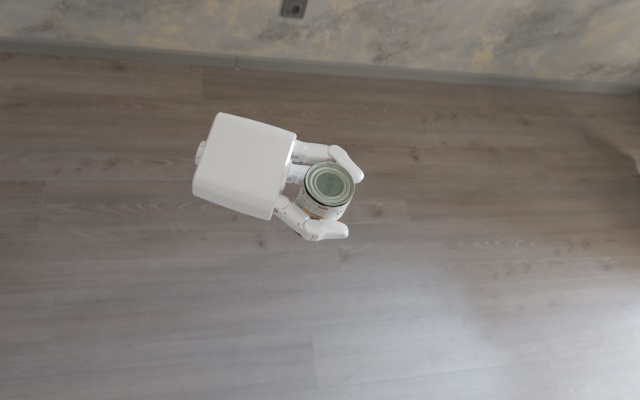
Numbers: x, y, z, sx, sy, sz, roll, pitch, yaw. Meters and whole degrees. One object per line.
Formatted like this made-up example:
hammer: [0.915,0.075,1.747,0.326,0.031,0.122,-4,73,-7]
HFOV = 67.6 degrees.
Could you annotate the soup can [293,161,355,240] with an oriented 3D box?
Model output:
soup can: [0.001,0.002,0.636,0.068,0.068,0.102,0,-29,-16]
